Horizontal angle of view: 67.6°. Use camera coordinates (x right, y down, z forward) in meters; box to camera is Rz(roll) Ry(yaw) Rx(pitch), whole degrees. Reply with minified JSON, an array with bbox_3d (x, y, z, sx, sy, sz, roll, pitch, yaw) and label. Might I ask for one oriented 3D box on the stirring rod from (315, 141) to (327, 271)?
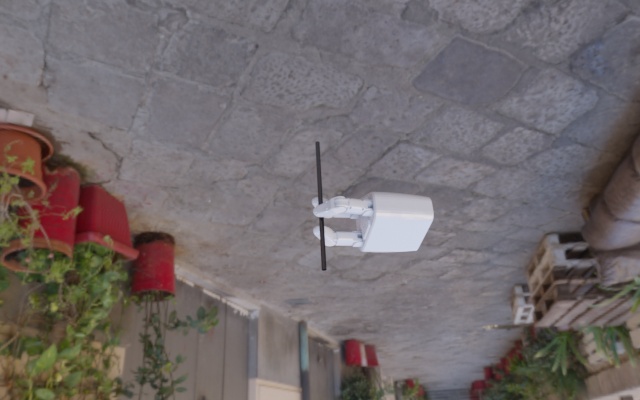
[{"bbox_3d":[0.000,0.003,0.811,0.011,0.239,0.011,-2,-26,-1],"label":"stirring rod"}]
